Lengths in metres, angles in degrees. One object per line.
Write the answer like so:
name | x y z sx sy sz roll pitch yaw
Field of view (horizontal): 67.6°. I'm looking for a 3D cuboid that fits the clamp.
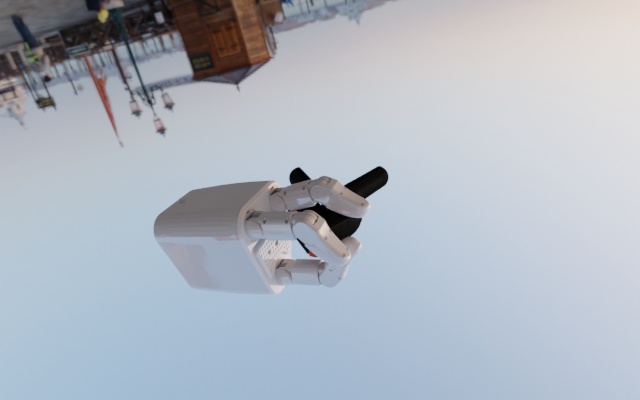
clamp | 0.000 0.002 0.526 0.120 0.039 0.171 -1 25 22
